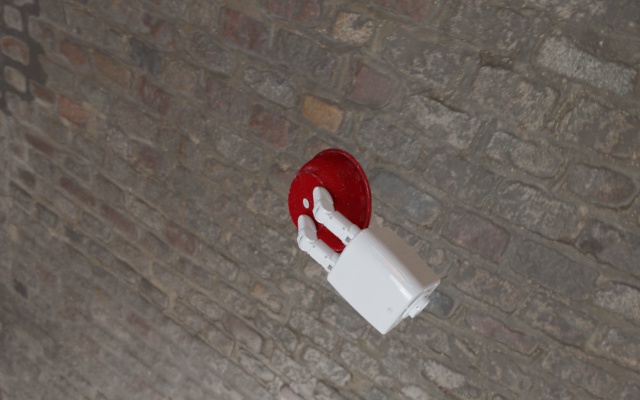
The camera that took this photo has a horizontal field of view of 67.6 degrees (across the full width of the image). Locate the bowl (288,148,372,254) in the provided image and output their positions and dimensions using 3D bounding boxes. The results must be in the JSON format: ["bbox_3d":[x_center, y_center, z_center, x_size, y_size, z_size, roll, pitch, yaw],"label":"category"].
[{"bbox_3d":[-0.001,0.002,0.716,0.055,0.162,0.162,-4,3,-41],"label":"bowl"}]
